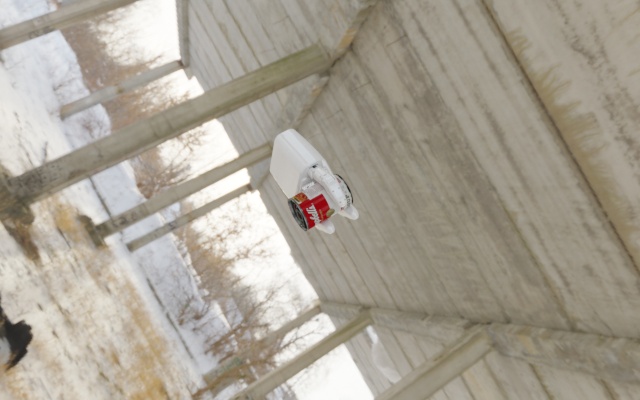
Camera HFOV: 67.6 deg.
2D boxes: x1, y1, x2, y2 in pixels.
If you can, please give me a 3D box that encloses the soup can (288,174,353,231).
[{"bbox_3d":[0.001,0.003,0.877,0.102,0.068,0.068,-29,9,-17],"label":"soup can"}]
